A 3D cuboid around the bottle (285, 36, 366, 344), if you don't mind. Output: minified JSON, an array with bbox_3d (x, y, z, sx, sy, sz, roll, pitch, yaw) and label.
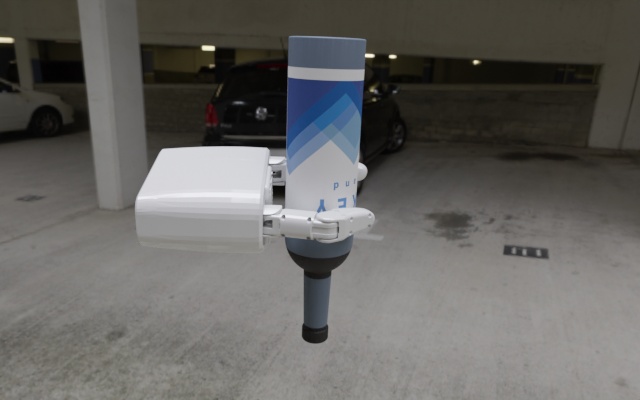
[{"bbox_3d":[0.000,0.001,0.452,0.069,0.296,0.069,2,18,-1],"label":"bottle"}]
